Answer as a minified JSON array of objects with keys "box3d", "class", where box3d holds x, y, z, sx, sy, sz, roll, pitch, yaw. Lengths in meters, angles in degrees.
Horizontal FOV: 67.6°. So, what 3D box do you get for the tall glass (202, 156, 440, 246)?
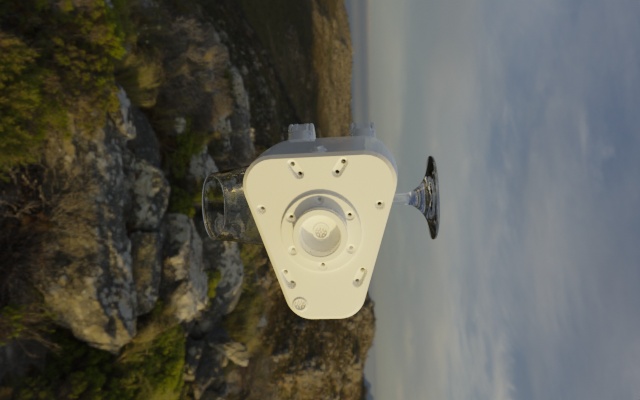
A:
[{"box3d":[0.001,0.001,0.430,0.201,0.079,0.079,-2,0,5],"class":"tall glass"}]
